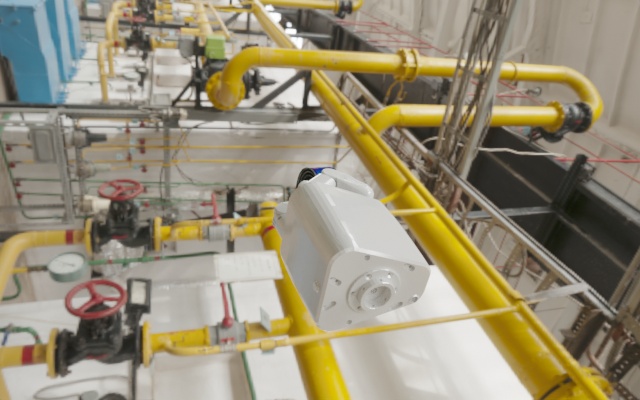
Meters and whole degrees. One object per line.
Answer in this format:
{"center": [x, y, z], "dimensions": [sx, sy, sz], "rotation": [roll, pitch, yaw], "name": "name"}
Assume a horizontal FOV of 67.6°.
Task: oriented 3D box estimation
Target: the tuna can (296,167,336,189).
{"center": [0.001, 0.002, 0.577], "dimensions": [0.034, 0.086, 0.086], "rotation": [-5, 2, -23], "name": "tuna can"}
